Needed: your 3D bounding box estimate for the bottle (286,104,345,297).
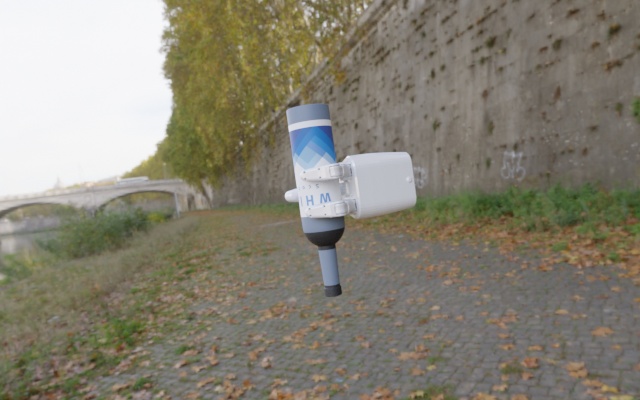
[{"bbox_3d":[0.000,0.002,0.745,0.069,0.295,0.069,-8,1,0],"label":"bottle"}]
